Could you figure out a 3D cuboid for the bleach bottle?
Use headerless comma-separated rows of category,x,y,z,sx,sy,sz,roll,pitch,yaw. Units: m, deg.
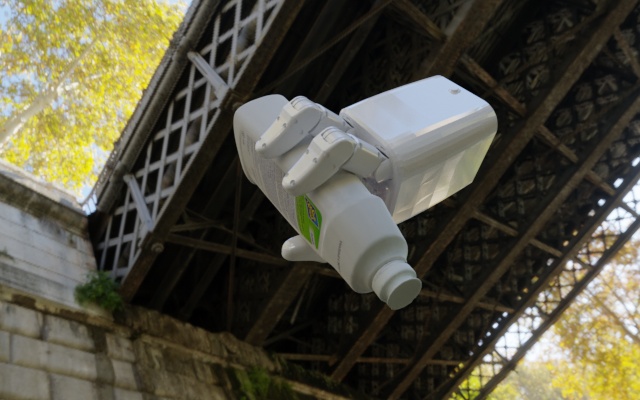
bleach bottle,0.000,0.001,0.417,0.068,0.103,0.250,-24,44,-16
